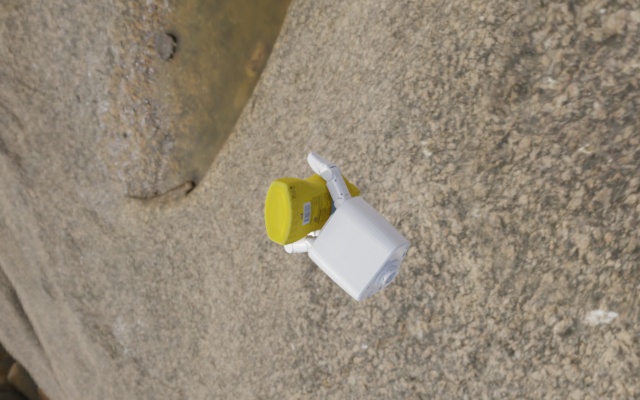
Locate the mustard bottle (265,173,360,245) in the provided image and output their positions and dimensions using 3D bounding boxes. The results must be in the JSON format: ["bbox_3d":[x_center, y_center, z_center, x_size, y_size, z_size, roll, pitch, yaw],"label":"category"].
[{"bbox_3d":[0.000,0.002,0.749,0.058,0.096,0.191,17,21,38],"label":"mustard bottle"}]
